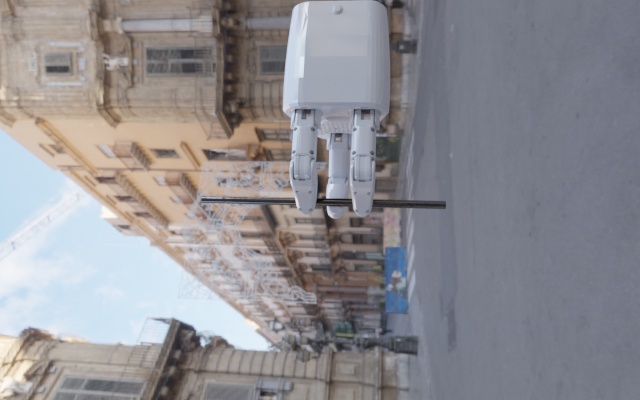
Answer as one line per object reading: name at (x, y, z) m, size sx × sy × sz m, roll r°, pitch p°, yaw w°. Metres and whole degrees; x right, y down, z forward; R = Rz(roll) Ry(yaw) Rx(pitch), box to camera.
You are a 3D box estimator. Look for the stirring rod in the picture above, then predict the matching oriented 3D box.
stirring rod at (0.000, 0.001, 0.470) m, size 0.239 × 0.011 × 0.011 m, roll 1°, pitch 0°, yaw 6°
